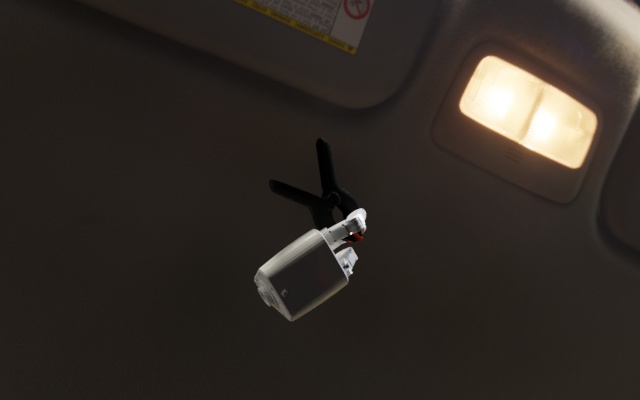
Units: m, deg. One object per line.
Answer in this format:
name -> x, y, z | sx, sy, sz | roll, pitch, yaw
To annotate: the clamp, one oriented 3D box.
clamp -> 0.000, 0.003, 0.736 | 0.120, 0.171, 0.039 | -33, 9, -20
